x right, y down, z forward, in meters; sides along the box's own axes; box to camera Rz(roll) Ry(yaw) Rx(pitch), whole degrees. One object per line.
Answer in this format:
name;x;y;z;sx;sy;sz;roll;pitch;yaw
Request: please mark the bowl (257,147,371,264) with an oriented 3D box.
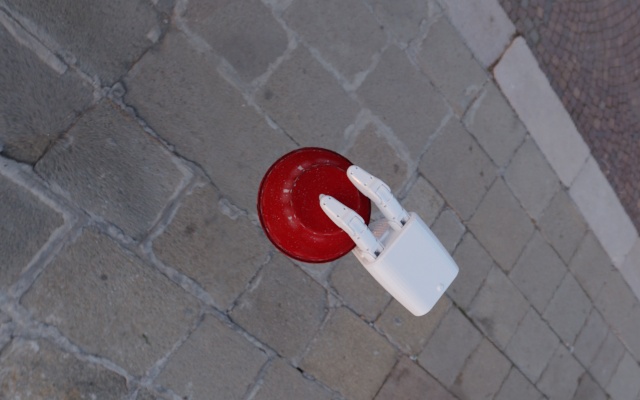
bowl;-0.001;0.001;0.628;0.162;0.162;0.055;0;-8;-15
